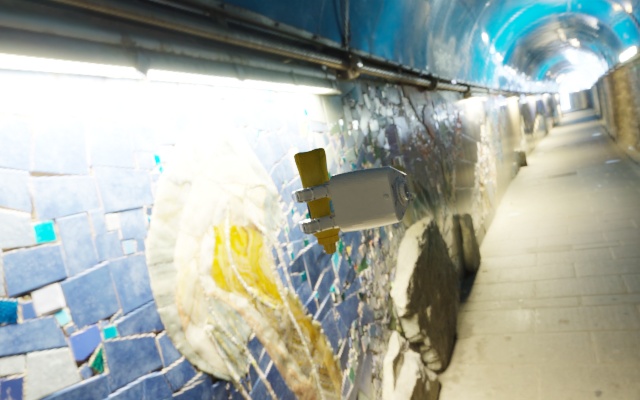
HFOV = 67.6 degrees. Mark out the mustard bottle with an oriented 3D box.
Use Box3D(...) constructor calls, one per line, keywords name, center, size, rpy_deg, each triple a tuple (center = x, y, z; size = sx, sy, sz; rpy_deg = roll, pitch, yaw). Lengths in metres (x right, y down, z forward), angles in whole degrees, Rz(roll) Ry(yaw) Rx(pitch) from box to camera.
Box3D(name="mustard bottle", center=(0.000, 0.003, 0.863), size=(0.058, 0.191, 0.096), rpy_deg=(-12, 5, 3))
